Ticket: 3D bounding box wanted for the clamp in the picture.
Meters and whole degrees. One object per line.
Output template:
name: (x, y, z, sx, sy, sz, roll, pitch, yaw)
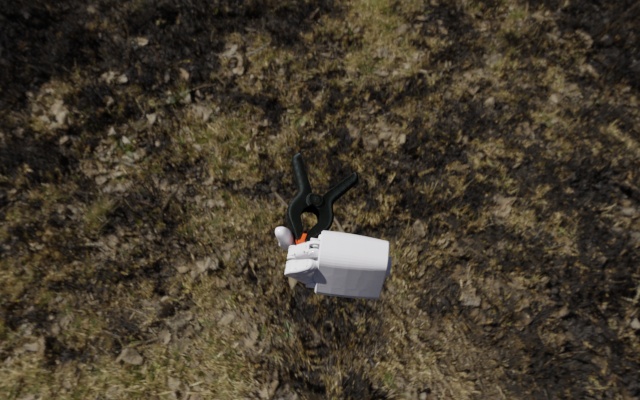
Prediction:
clamp: (0.000, 0.002, 0.806, 0.120, 0.171, 0.039, 8, -25, 0)
